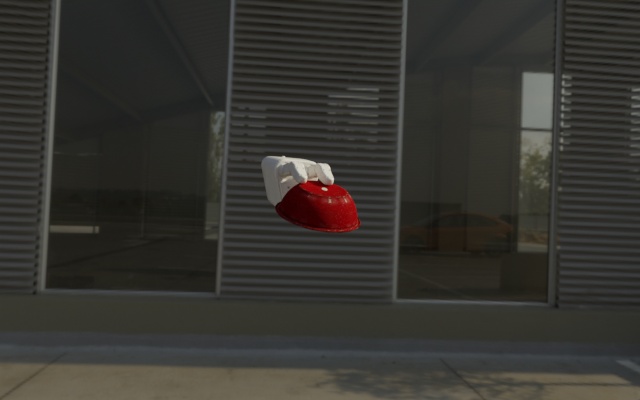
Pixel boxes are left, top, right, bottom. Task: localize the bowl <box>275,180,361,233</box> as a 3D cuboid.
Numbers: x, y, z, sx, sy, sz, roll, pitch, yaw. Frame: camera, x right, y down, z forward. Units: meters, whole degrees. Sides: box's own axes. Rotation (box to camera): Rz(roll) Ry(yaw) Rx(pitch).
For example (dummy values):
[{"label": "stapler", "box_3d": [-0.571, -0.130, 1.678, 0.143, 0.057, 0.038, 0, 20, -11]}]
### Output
[{"label": "bowl", "box_3d": [0.001, 0.003, 0.880, 0.162, 0.055, 0.162, 11, 18, -4]}]
